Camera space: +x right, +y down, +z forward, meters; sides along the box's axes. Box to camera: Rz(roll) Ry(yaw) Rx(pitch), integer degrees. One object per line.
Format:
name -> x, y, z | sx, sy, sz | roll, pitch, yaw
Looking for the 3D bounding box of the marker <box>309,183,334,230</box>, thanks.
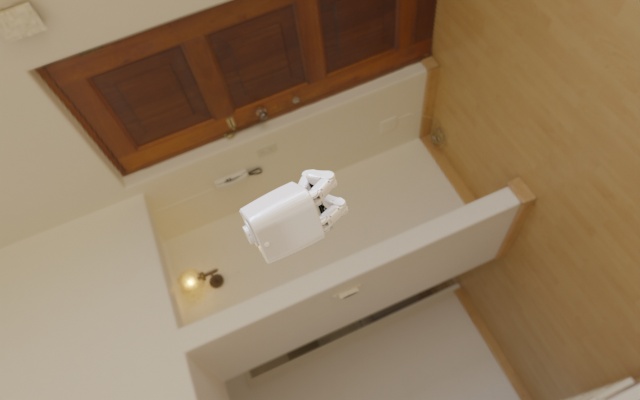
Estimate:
marker -> 0.000, 0.003, 0.865 | 0.020, 0.121, 0.020 | -13, 33, 9
